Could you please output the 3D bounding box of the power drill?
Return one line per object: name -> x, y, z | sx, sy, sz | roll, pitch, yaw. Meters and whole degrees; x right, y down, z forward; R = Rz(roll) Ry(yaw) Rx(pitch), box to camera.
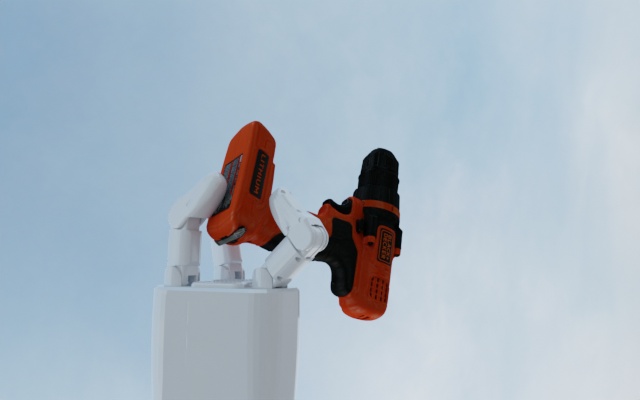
power drill -> 0.000, 0.002, 0.446 | 0.188, 0.184, 0.057 | 25, -31, -28
